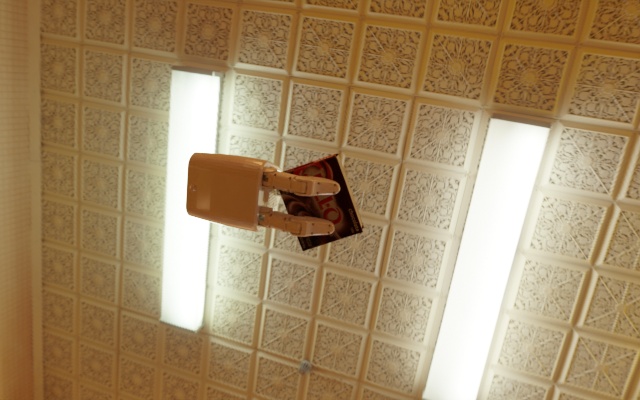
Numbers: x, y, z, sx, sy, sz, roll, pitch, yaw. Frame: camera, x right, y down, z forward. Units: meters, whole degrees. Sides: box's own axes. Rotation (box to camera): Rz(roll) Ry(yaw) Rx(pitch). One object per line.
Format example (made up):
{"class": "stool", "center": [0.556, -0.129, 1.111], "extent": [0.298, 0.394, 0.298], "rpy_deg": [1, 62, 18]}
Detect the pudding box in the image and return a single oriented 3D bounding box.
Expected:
{"class": "pudding box", "center": [0.000, 0.002, 0.657], "extent": [0.090, 0.113, 0.039], "rpy_deg": [-19, 10, 13]}
